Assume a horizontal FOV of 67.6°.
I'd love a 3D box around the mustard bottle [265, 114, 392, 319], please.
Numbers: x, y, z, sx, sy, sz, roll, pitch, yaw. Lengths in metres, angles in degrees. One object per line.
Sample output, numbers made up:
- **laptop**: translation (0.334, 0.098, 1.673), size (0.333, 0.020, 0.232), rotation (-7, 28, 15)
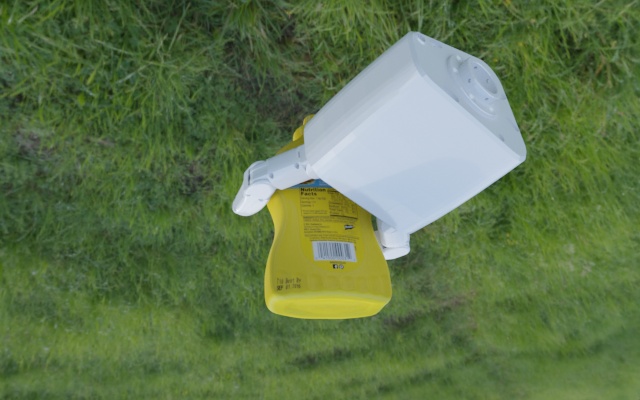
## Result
- **mustard bottle**: translation (0.000, 0.002, 0.411), size (0.096, 0.191, 0.058), rotation (4, -34, -13)
